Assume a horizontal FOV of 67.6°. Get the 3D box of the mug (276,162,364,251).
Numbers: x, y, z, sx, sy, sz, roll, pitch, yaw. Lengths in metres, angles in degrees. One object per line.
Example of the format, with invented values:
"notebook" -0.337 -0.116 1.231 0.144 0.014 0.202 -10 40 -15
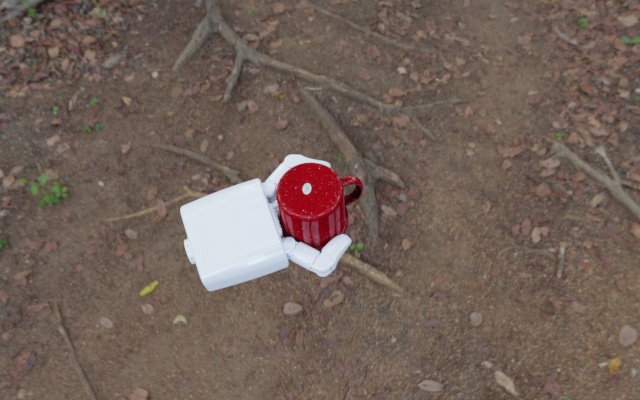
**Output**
"mug" 0.001 0.001 0.600 0.117 0.093 0.081 -20 -29 -8
